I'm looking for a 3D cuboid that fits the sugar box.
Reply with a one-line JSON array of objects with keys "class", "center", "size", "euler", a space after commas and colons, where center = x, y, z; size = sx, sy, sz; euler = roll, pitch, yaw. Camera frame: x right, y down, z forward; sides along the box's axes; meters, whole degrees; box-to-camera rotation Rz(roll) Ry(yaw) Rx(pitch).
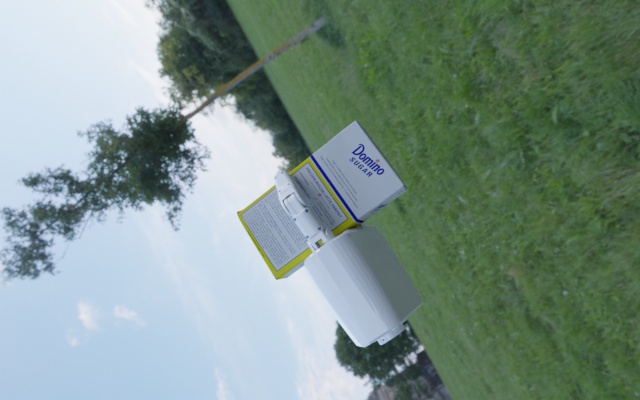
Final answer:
[{"class": "sugar box", "center": [0.000, 0.002, 0.540], "size": [0.176, 0.093, 0.048], "euler": [-36, -13, 8]}]
